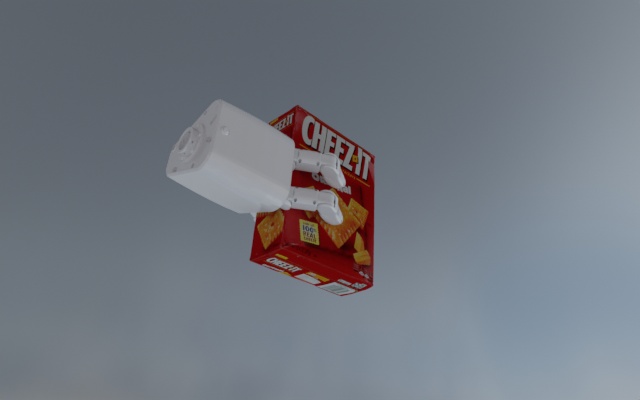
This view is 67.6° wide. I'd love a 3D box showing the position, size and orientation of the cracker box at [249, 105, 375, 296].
[{"bbox_3d":[0.000,0.002,0.647,0.164,0.213,0.072,28,-37,-36],"label":"cracker box"}]
